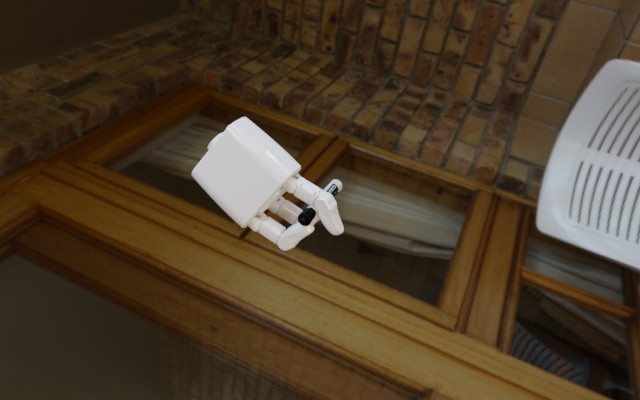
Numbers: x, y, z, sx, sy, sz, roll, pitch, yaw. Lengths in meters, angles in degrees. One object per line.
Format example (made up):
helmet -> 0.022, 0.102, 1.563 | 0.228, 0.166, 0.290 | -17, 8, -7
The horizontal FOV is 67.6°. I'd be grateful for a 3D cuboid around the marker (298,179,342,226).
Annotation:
marker -> 0.000, 0.002, 0.663 | 0.020, 0.020, 0.121 | 0, 25, 26
